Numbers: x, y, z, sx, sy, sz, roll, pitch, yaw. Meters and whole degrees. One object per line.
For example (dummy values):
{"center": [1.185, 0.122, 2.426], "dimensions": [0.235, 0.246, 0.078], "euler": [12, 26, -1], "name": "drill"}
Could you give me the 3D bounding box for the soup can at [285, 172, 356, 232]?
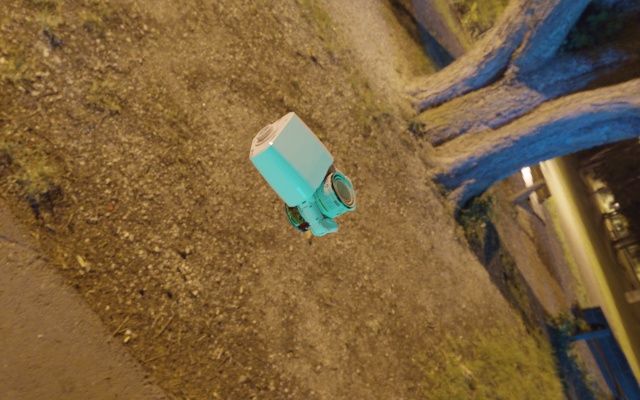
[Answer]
{"center": [0.001, 0.003, 0.799], "dimensions": [0.102, 0.068, 0.068], "euler": [-28, -14, 28], "name": "soup can"}
